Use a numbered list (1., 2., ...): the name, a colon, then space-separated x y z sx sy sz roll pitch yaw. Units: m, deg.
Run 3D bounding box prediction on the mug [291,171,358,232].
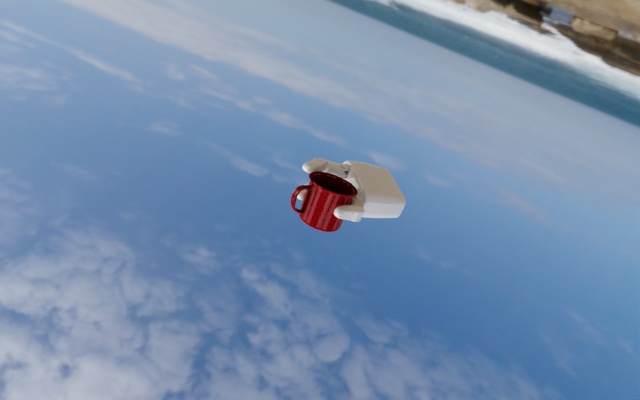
1. mug: -0.001 0.003 0.860 0.117 0.081 0.093 6 27 -33
